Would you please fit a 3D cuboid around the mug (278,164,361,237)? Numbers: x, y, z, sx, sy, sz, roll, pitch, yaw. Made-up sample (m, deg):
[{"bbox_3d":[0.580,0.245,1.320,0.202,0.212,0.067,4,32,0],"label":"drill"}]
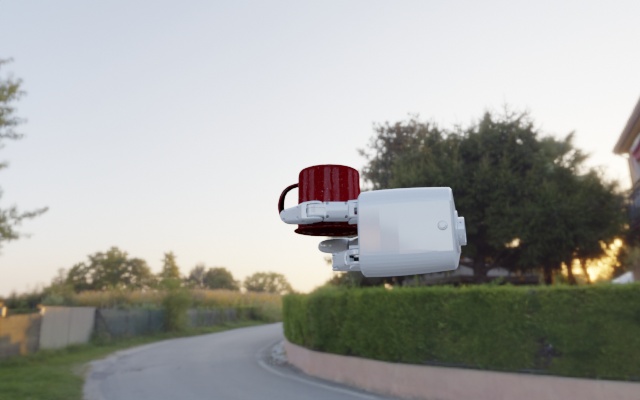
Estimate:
[{"bbox_3d":[-0.001,0.002,0.626,0.117,0.081,0.093,-4,-13,17],"label":"mug"}]
